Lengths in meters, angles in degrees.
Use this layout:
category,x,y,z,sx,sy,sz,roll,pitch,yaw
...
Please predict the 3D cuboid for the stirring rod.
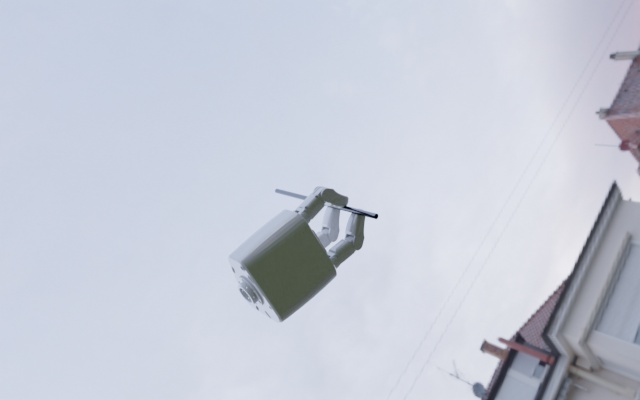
category,x,y,z,sx,sy,sz,roll,pitch,yaw
stirring rod,0.000,0.002,0.743,0.011,0.011,0.239,0,9,-40
